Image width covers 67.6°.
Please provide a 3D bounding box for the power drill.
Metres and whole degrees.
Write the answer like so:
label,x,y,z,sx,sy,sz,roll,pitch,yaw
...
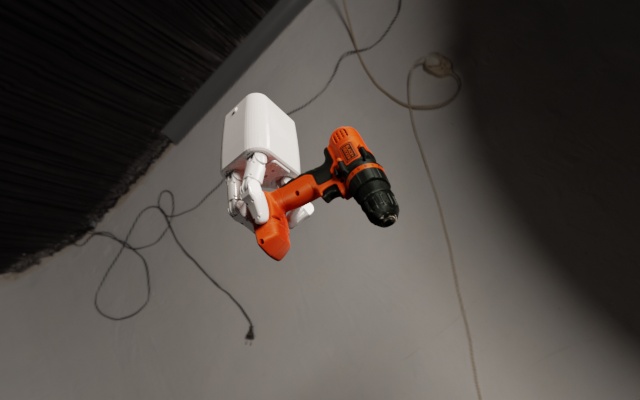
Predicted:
label,x,y,z,sx,sy,sz,roll,pitch,yaw
power drill,0.000,0.002,0.637,0.187,0.184,0.057,-31,-48,9
